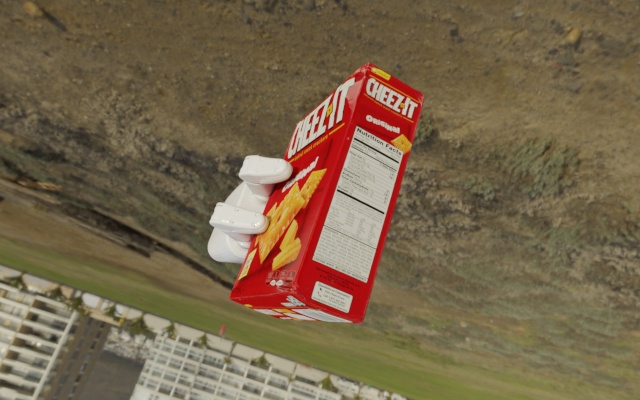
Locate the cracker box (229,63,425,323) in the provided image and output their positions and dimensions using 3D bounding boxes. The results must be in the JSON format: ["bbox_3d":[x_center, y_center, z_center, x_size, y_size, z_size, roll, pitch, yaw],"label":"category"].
[{"bbox_3d":[0.000,0.002,0.450,0.072,0.213,0.164,26,-21,-20],"label":"cracker box"}]
